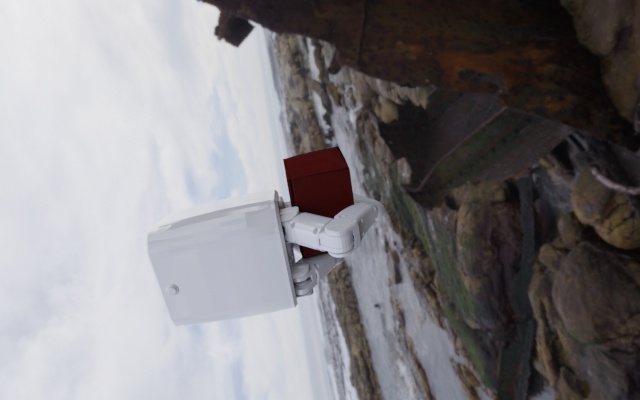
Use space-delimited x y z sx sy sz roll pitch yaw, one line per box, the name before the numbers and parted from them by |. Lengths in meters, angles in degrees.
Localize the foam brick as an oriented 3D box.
foam brick | 0.000 0.001 0.415 0.051 0.078 0.053 -10 25 -4
